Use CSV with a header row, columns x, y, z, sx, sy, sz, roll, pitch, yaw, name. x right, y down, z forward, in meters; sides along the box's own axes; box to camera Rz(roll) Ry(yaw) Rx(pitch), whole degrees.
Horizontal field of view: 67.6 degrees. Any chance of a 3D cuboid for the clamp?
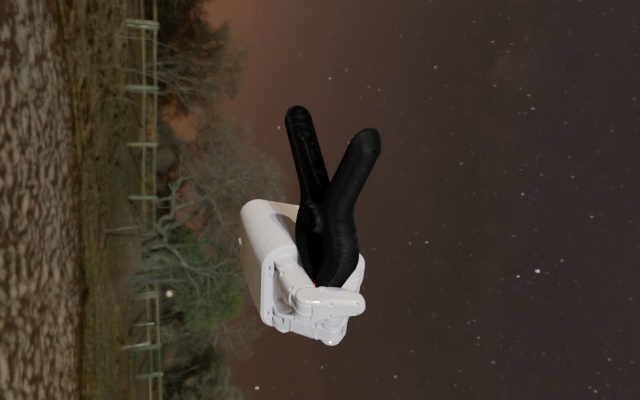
x,y,z,sx,sy,sz,roll,pitch,yaw,name
0.001,0.001,0.415,0.039,0.171,0.120,-6,30,-26,clamp
